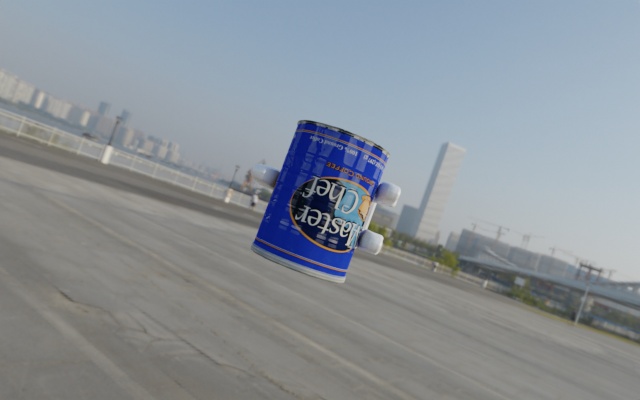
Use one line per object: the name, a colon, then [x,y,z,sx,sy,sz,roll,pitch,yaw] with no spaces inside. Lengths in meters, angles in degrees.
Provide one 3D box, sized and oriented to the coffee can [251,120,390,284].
coffee can: [0.000,0.002,0.494,0.103,0.140,0.103,20,-2,1]
